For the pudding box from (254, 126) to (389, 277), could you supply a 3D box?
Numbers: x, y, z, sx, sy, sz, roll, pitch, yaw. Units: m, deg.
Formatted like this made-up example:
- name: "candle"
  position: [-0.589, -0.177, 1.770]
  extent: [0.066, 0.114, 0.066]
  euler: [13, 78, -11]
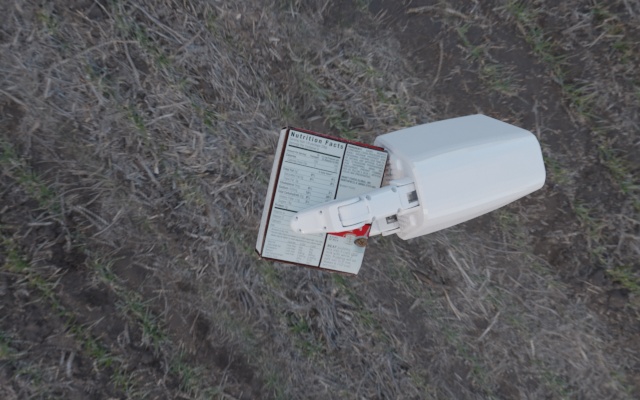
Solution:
- name: "pudding box"
  position: [0.000, 0.001, 0.404]
  extent: [0.090, 0.113, 0.039]
  euler: [13, 2, -12]
